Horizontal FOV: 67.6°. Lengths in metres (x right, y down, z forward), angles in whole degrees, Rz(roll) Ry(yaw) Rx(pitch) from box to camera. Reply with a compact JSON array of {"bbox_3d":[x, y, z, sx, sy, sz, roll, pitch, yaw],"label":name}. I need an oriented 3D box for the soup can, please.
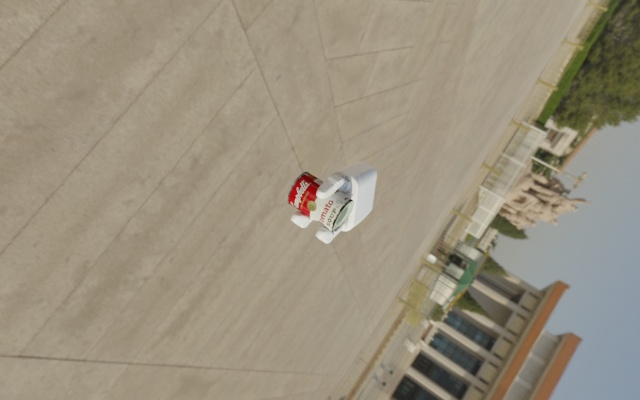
[{"bbox_3d":[0.000,0.003,0.851,0.102,0.068,0.068,32,10,17],"label":"soup can"}]
